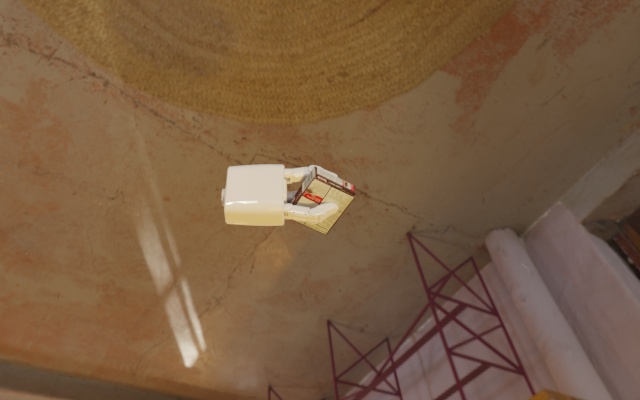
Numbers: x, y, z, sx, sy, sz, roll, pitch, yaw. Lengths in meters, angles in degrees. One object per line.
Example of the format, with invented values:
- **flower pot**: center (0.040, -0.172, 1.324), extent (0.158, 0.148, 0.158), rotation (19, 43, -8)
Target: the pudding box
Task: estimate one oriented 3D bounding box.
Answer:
- **pudding box**: center (0.000, 0.003, 0.895), extent (0.090, 0.113, 0.039), rotation (24, 35, -18)
